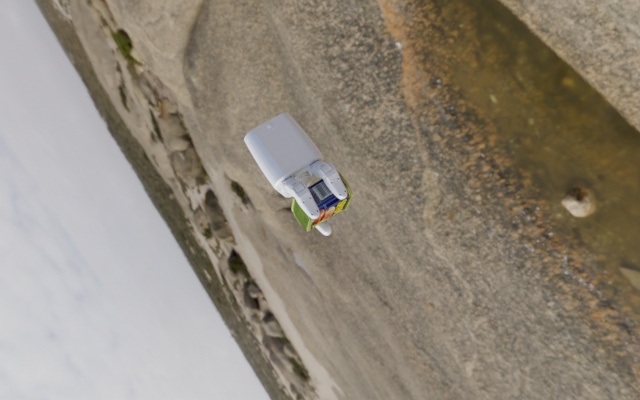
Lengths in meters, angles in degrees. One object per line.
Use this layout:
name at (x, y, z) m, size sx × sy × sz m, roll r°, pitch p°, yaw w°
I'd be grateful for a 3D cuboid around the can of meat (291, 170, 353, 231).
can of meat at (0.000, 0.003, 0.803) m, size 0.084 × 0.057 × 0.102 m, roll -32°, pitch -12°, yaw -15°
